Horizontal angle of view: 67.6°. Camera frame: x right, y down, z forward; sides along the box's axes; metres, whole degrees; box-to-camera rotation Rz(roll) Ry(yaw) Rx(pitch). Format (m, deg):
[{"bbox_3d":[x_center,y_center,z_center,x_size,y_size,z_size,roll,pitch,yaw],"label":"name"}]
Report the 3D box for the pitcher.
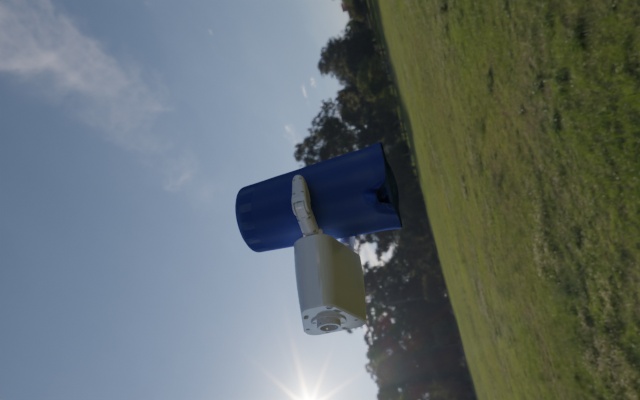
[{"bbox_3d":[0.000,0.003,0.748,0.243,0.145,0.149,-14,-36,11],"label":"pitcher"}]
